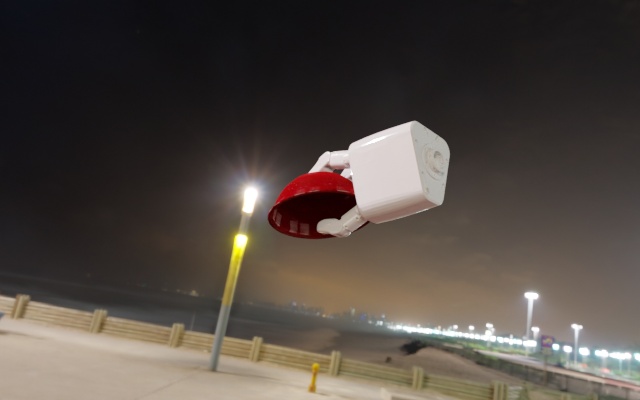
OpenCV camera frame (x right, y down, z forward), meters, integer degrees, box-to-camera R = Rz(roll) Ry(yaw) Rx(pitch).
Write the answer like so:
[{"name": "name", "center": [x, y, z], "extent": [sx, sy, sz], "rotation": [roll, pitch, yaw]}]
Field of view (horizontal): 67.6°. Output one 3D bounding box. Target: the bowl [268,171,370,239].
[{"name": "bowl", "center": [-0.001, 0.002, 0.729], "extent": [0.162, 0.055, 0.162], "rotation": [-4, -28, -2]}]
